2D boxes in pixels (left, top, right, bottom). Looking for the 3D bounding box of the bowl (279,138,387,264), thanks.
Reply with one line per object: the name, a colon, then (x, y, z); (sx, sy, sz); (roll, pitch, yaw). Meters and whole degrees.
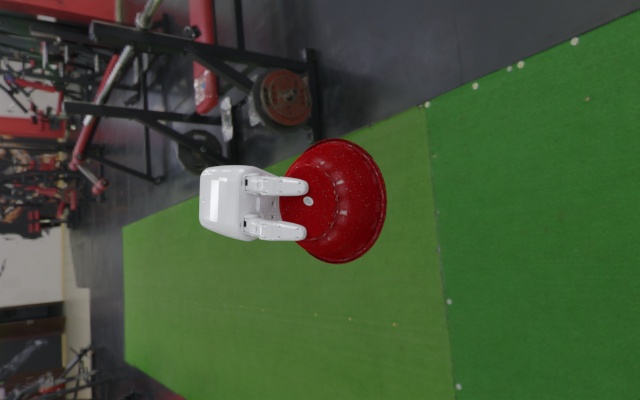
bowl: (0.001, 0.002, 0.592); (0.162, 0.162, 0.055); (0, 2, 38)
